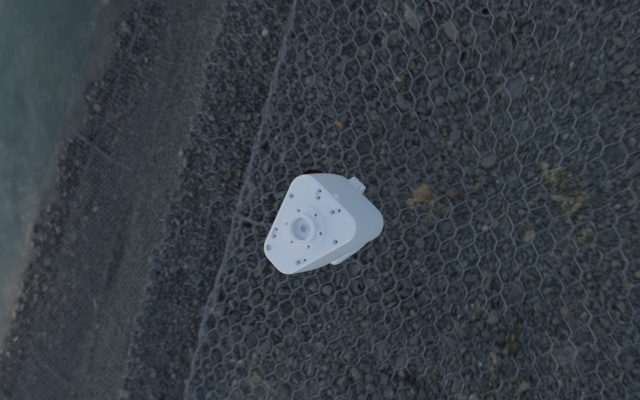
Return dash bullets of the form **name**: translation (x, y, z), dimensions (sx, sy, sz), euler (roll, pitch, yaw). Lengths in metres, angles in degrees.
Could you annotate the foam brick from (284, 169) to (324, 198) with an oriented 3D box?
- **foam brick**: translation (0.000, 0.002, 0.650), dimensions (0.078, 0.053, 0.051), euler (46, 16, 15)
